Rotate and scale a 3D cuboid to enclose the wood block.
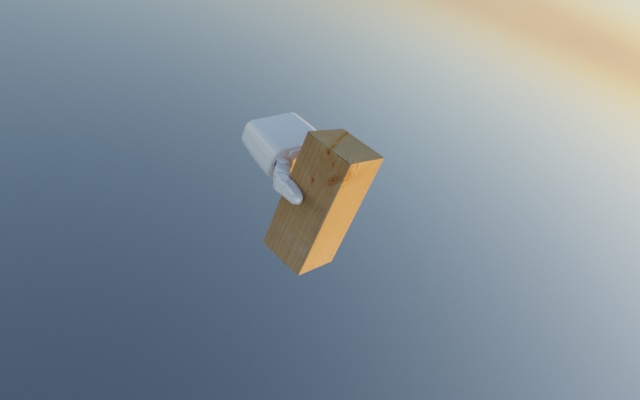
[{"bbox_3d":[0.000,0.002,0.740,0.090,0.206,0.091,40,32,27],"label":"wood block"}]
